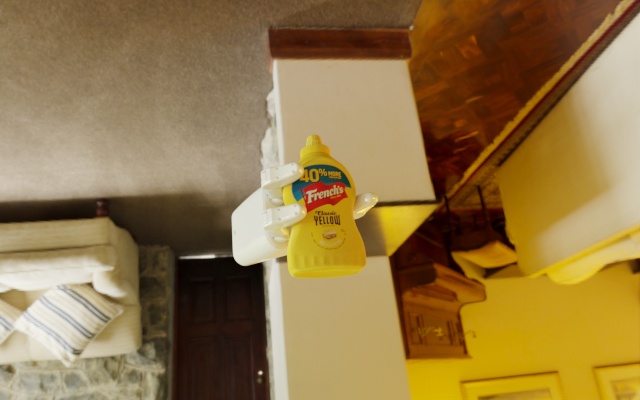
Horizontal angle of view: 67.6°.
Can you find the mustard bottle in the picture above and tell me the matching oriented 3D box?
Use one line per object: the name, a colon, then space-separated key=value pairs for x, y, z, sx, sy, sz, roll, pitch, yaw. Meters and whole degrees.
mustard bottle: x=0.000 y=0.002 z=0.623 sx=0.096 sy=0.191 sz=0.058 roll=-1 pitch=-22 yaw=-13
